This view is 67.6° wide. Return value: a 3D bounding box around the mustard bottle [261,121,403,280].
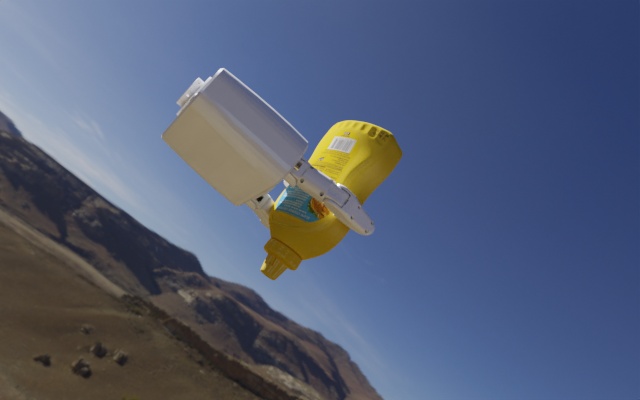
[{"bbox_3d":[0.000,0.002,0.507,0.096,0.191,0.058,19,-25,44],"label":"mustard bottle"}]
